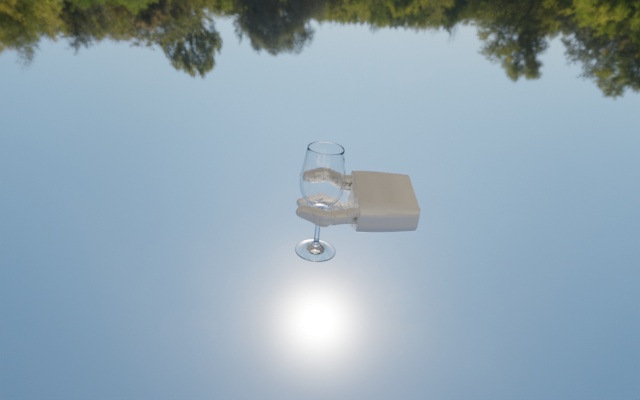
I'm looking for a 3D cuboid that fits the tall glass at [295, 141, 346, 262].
[{"bbox_3d":[0.000,0.003,0.823,0.079,0.201,0.079,4,27,-2],"label":"tall glass"}]
